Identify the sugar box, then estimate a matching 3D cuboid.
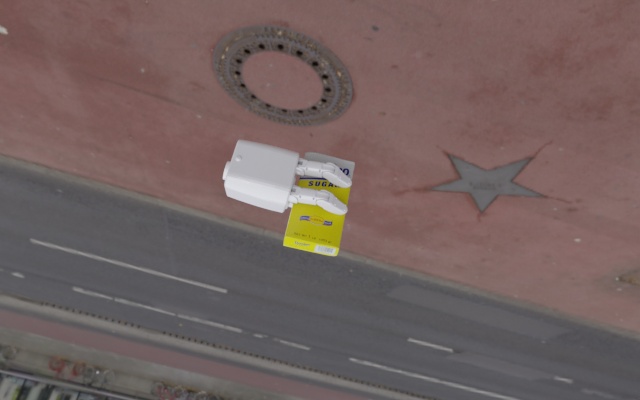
[{"bbox_3d":[0.000,0.003,0.827,0.093,0.176,0.048,13,-28,-2],"label":"sugar box"}]
